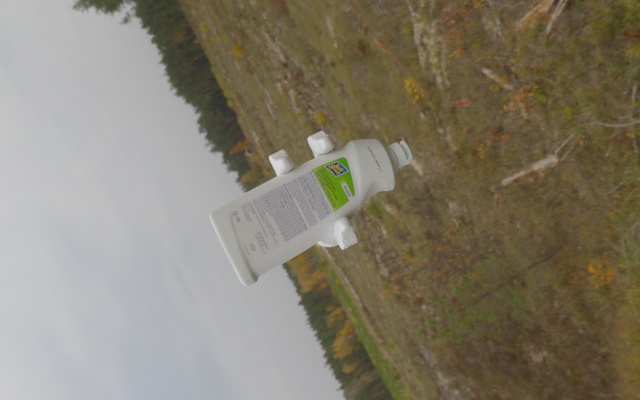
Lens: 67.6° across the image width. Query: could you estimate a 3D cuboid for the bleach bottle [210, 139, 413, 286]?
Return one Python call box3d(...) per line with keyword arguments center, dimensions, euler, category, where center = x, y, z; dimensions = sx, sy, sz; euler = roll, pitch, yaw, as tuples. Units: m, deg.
box3d(center=(0.000, 0.002, 0.581), dimensions=(0.251, 0.102, 0.068), euler=(-27, -3, -6), category="bleach bottle")
